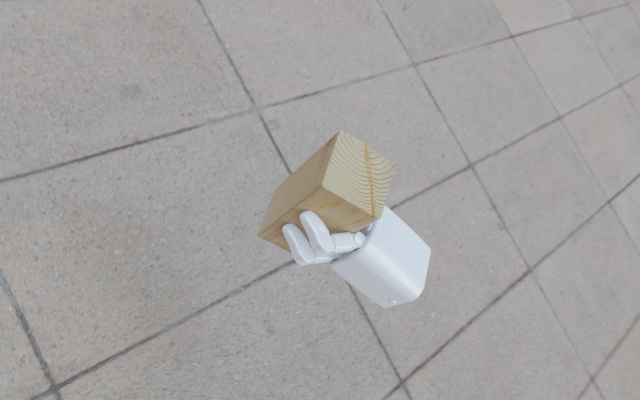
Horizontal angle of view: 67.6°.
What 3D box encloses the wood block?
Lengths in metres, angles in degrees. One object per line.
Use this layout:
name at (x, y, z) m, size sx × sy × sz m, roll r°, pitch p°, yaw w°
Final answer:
wood block at (0.001, 0.002, 0.669) m, size 0.090 × 0.090 × 0.206 m, roll 30°, pitch -32°, yaw -17°
